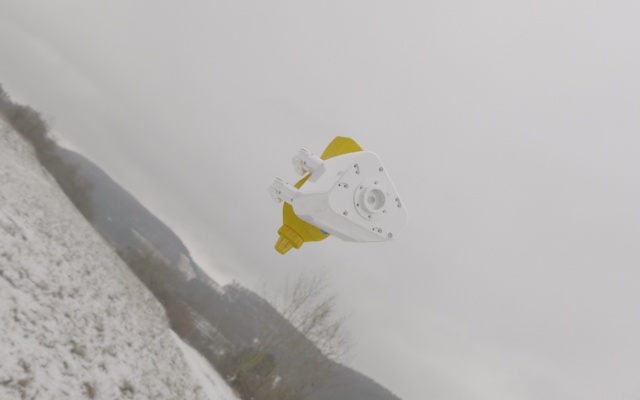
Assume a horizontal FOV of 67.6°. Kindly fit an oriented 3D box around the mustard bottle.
[{"bbox_3d":[0.000,0.002,0.704,0.058,0.191,0.096,20,-26,47],"label":"mustard bottle"}]
